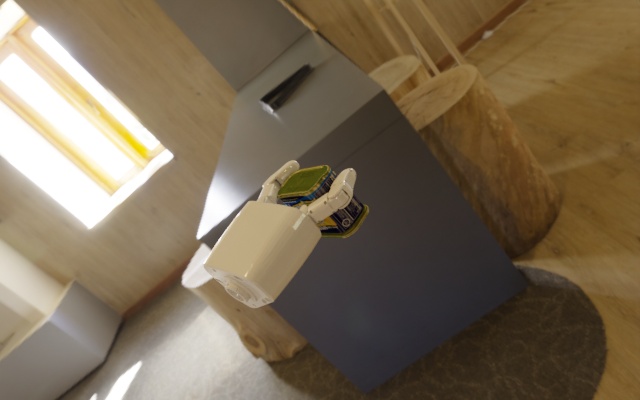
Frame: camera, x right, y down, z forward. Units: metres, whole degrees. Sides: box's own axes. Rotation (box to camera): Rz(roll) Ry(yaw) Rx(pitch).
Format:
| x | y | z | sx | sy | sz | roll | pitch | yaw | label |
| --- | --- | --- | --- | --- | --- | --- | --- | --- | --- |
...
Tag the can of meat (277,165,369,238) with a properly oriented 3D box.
| x | y | z | sx | sy | sz | roll | pitch | yaw | label |
| --- | --- | --- | --- | --- | --- | --- | --- | --- | --- |
| 0.000 | 0.002 | 0.640 | 0.084 | 0.057 | 0.102 | 47 | -27 | -23 | can of meat |
